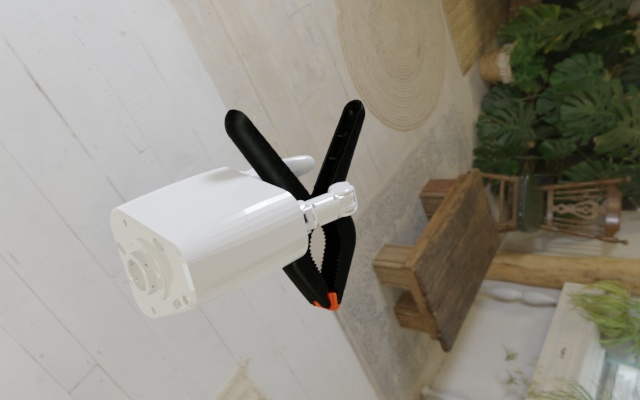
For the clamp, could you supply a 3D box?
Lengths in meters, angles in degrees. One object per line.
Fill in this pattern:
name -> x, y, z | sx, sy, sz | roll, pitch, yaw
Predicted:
clamp -> 0.001, 0.002, 0.466 | 0.164, 0.210, 0.036 | -23, 18, -39
